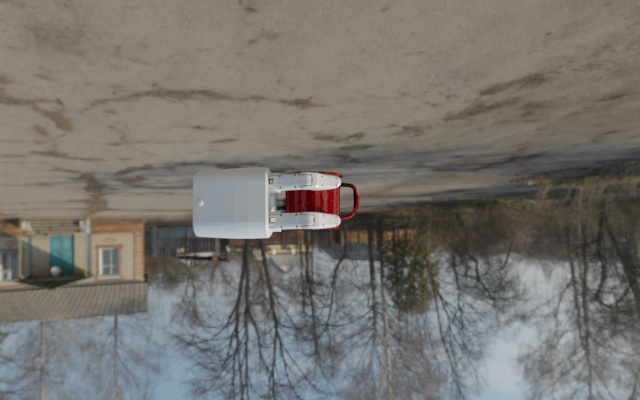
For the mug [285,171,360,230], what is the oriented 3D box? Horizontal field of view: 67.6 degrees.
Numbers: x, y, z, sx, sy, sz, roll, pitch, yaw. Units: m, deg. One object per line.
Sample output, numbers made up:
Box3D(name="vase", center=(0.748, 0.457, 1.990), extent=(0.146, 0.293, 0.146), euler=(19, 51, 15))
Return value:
Box3D(name="mug", center=(0.002, 0.003, 0.719), extent=(0.117, 0.081, 0.093), euler=(-1, -4, 5))
